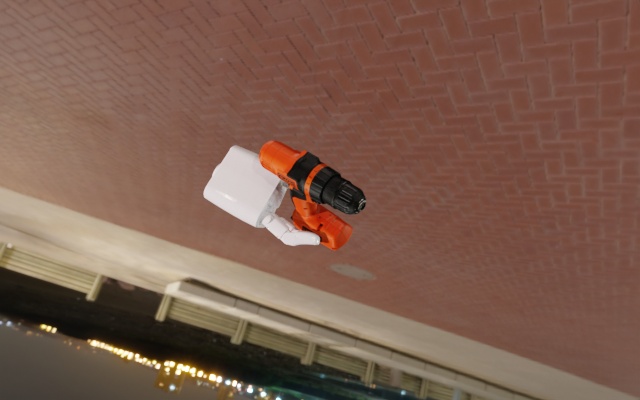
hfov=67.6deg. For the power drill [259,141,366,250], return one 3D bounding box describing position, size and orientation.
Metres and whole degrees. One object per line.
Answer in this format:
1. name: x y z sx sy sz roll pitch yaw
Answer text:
1. power drill: 0.000 0.003 0.734 0.184 0.057 0.188 33 -22 28
